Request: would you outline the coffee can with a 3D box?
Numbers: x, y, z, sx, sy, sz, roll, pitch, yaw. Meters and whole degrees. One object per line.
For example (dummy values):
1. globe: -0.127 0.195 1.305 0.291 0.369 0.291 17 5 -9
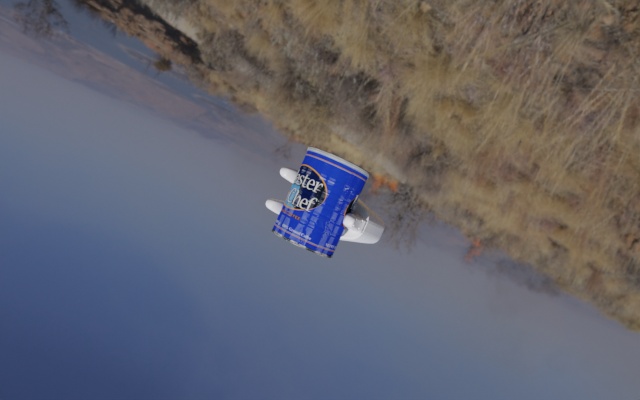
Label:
1. coffee can: 0.000 0.002 0.726 0.103 0.140 0.103 24 0 0
